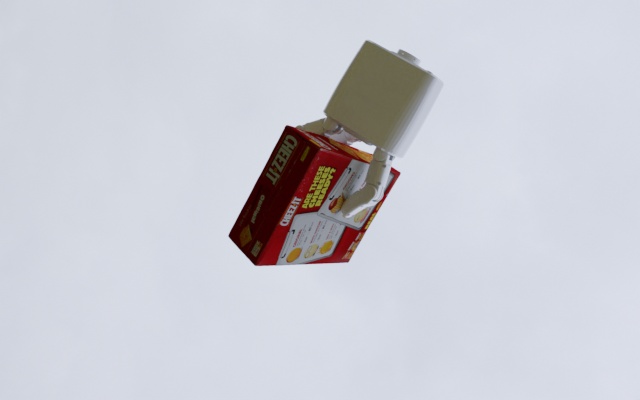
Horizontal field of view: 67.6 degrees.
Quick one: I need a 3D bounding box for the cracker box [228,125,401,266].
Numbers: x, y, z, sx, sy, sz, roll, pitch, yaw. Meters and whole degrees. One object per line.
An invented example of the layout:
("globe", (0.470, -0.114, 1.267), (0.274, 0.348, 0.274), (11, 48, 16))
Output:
("cracker box", (0.000, 0.002, 0.646), (0.072, 0.164, 0.214), (38, 16, 32))
